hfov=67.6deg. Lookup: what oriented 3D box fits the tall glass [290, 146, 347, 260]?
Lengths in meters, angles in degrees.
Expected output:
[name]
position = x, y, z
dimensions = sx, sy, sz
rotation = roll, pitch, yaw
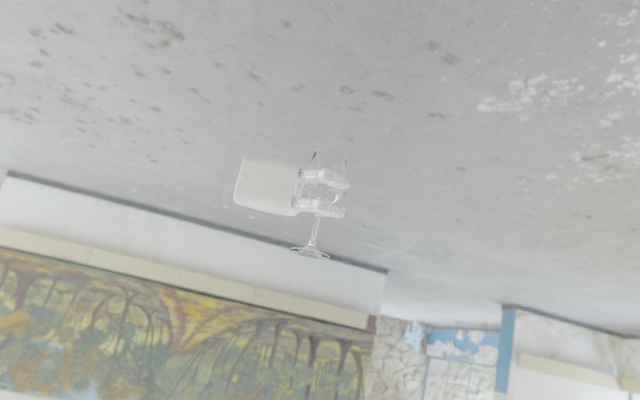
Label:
[tall glass]
position = 0.000, 0.004, 0.884
dimensions = 0.079, 0.201, 0.079
rotation = 11, -17, 3
